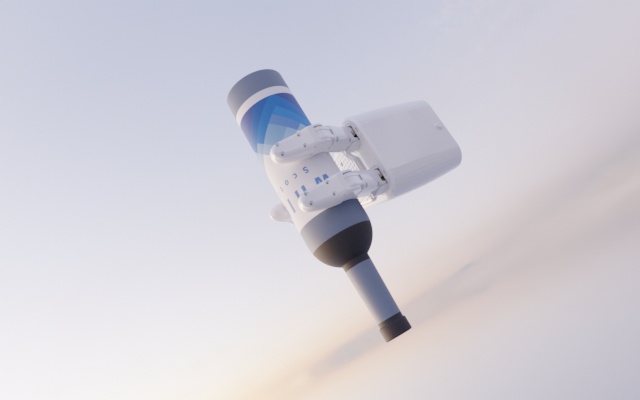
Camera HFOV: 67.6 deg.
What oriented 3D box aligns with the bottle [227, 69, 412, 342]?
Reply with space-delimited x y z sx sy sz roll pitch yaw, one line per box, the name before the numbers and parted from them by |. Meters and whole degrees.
bottle | 0.000 0.001 0.477 0.069 0.295 0.069 -28 -17 -9
